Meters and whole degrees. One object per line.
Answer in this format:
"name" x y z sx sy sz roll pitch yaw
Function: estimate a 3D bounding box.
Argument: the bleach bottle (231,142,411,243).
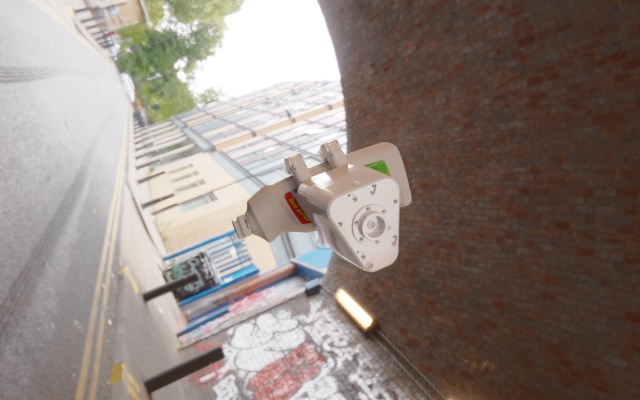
"bleach bottle" 0.000 0.002 0.676 0.251 0.102 0.068 -22 16 -15
